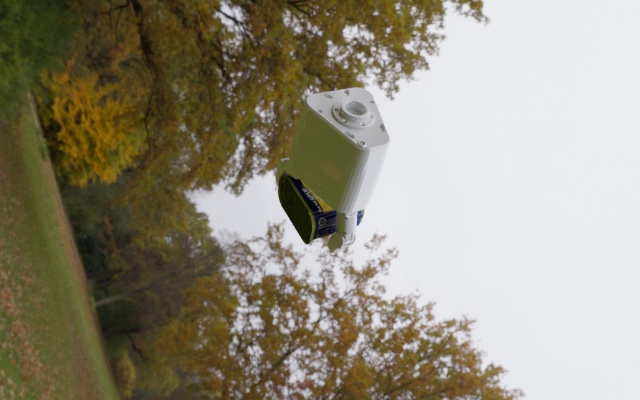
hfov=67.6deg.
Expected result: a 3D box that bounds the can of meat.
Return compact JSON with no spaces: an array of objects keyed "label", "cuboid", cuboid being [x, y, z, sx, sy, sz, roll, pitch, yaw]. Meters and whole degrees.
[{"label":"can of meat","cuboid":[0.000,0.002,0.662,0.084,0.057,0.102,-15,51,-25]}]
